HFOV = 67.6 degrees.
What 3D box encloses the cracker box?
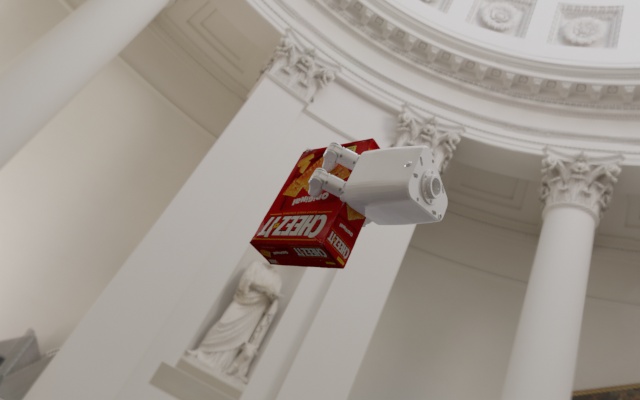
[{"bbox_3d":[0.000,0.003,0.785,0.164,0.213,0.072,-4,-43,42],"label":"cracker box"}]
